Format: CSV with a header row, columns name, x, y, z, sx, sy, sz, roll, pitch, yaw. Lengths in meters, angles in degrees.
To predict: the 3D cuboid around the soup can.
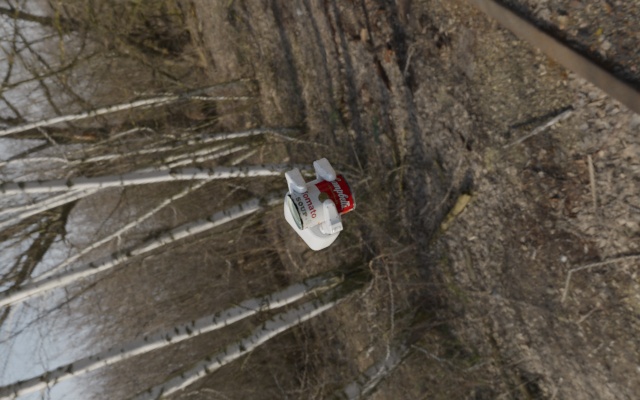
name,x,y,z,sx,sy,sz,roll,pitch,yaw
soup can,0.000,0.003,0.825,0.102,0.068,0.068,-22,5,-13
